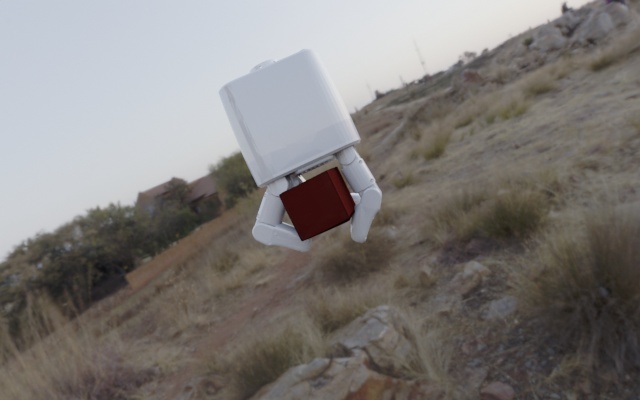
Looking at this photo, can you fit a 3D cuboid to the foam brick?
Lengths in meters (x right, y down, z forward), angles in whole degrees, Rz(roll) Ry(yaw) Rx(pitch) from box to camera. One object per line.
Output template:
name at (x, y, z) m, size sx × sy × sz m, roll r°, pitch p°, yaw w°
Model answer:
foam brick at (0.000, 0.002, 0.476) m, size 0.053 × 0.051 × 0.078 m, roll -25°, pitch 2°, yaw 11°
